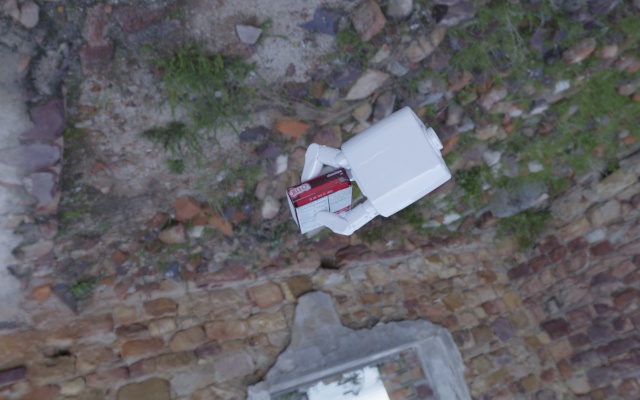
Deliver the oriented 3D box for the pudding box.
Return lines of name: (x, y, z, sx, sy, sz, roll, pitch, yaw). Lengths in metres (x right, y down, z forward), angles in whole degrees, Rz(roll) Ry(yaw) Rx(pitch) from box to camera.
pudding box: (0.000, 0.002, 0.711, 0.090, 0.039, 0.113, -21, -24, -7)
